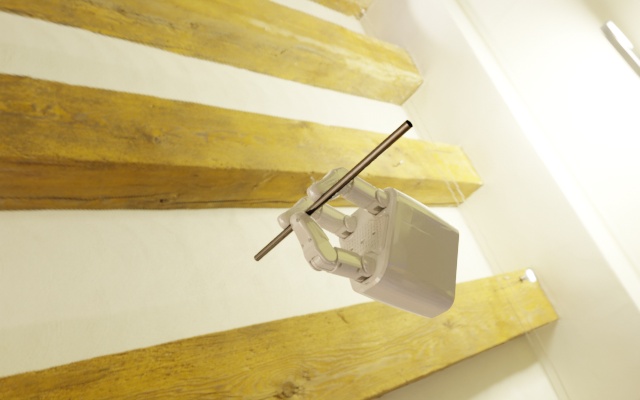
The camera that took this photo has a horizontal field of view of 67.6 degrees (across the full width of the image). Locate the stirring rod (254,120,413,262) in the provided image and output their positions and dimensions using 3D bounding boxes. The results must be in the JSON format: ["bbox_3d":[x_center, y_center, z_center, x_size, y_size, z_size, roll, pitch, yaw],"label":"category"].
[{"bbox_3d":[0.000,0.001,0.453,0.011,0.011,0.240,0,-31,-43],"label":"stirring rod"}]
